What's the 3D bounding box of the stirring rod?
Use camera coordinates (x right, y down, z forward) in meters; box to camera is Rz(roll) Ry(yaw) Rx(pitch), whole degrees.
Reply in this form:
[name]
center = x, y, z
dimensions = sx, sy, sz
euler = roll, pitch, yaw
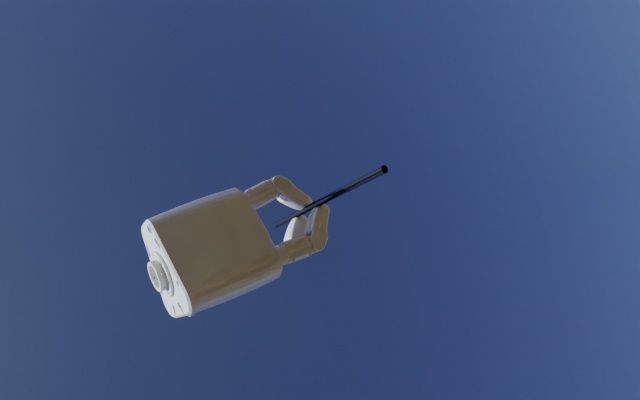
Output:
[stirring rod]
center = 0.000, 0.002, 0.547
dimensions = 0.011, 0.011, 0.239
euler = 0, -15, -31
